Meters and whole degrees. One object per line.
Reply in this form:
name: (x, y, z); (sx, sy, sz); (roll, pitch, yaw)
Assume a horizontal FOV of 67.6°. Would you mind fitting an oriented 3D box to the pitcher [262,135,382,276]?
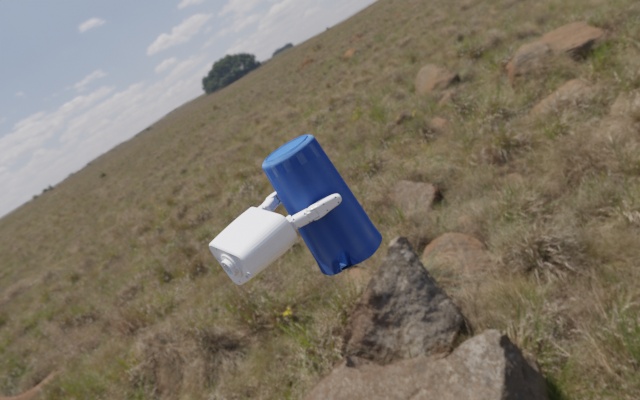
pitcher: (0.000, 0.003, 0.884); (0.145, 0.243, 0.149); (-41, 19, -28)
